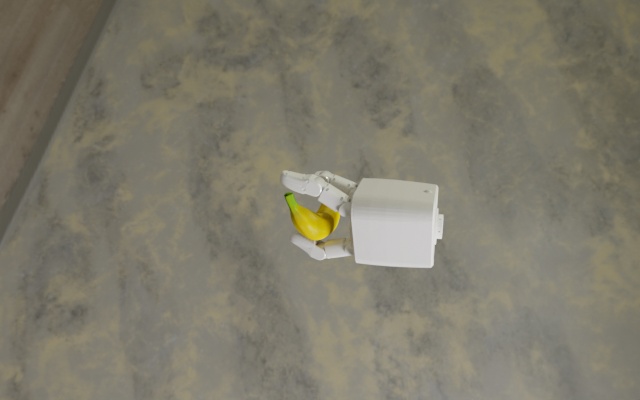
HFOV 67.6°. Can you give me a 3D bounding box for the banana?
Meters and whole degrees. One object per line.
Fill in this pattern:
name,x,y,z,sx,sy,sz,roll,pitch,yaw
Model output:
banana,0.000,0.021,0.694,0.037,0.069,0.198,-3,0,17
